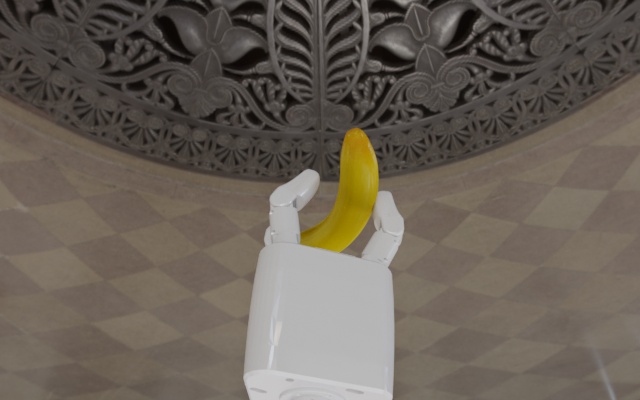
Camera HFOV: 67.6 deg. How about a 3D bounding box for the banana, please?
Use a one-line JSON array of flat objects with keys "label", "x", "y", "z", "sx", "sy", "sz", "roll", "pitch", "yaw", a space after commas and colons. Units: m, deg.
[{"label": "banana", "x": 0.015, "y": 0.011, "z": 0.479, "sx": 0.069, "sy": 0.037, "sz": 0.198, "roll": 23, "pitch": -43, "yaw": -13}]
